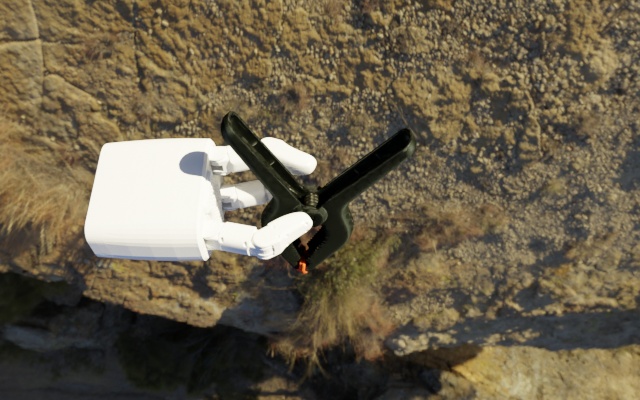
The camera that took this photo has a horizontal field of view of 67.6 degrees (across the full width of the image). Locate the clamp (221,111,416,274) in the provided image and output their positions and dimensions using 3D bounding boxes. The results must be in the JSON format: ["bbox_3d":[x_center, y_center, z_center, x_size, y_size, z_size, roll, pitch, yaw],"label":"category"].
[{"bbox_3d":[0.000,0.002,0.464,0.164,0.036,0.210,1,-42,2],"label":"clamp"}]
